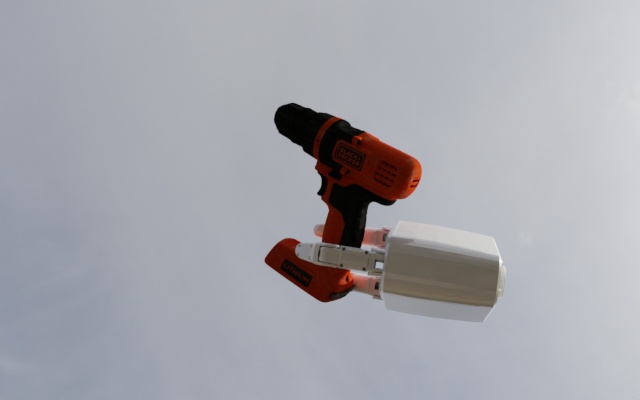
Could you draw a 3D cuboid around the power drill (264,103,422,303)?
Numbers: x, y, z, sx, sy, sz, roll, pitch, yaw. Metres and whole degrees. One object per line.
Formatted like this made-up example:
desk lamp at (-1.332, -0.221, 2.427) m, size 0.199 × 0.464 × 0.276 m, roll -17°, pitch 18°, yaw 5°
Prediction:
power drill at (0.000, 0.002, 0.529) m, size 0.184 × 0.188 × 0.057 m, roll 31°, pitch 23°, yaw 29°
